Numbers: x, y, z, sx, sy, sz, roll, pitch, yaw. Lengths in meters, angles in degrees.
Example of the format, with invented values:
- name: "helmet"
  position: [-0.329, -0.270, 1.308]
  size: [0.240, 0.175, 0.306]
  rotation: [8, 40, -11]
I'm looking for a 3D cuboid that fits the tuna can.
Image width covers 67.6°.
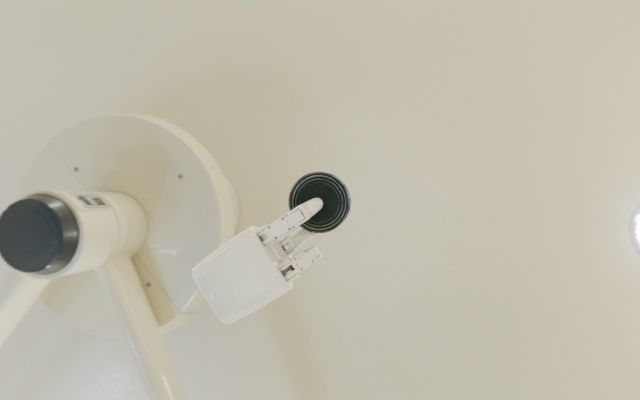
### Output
- name: "tuna can"
  position: [0.000, 0.002, 0.676]
  size: [0.086, 0.086, 0.034]
  rotation: [0, 3, 10]
